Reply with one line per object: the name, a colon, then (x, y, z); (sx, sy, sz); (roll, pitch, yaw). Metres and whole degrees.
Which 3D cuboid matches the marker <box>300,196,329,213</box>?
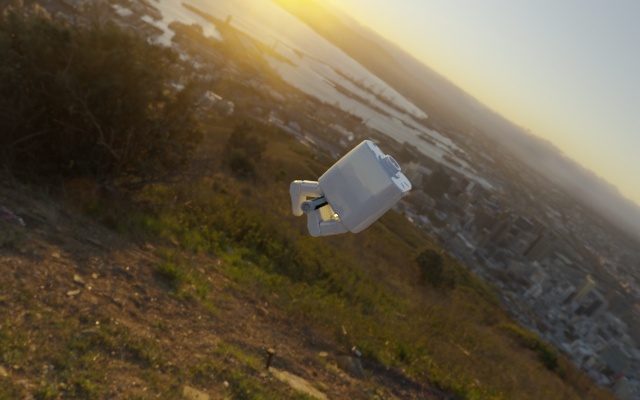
marker: (0.000, 0.003, 0.774); (0.020, 0.020, 0.121); (0, 7, 22)
